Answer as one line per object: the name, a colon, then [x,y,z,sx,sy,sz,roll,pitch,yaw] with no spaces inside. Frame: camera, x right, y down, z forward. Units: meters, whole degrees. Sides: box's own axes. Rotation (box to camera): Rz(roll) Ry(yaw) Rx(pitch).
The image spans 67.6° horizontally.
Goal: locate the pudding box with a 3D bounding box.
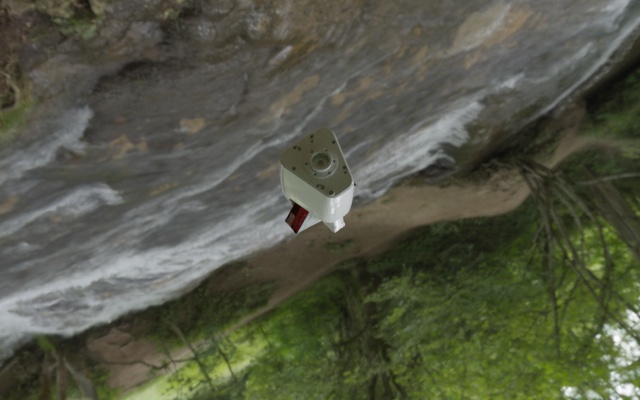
pudding box: [0.000,0.003,0.838,0.113,0.039,0.090,-24,-23,-39]
